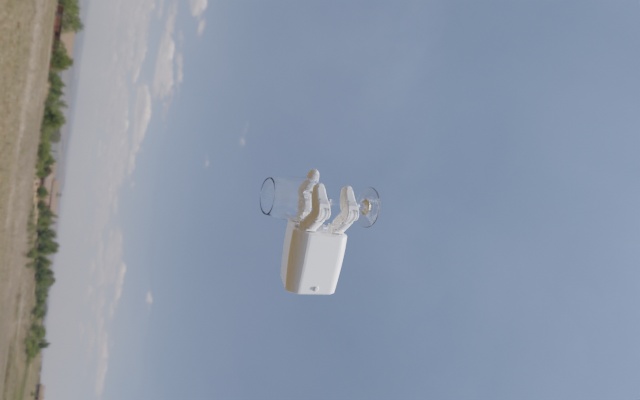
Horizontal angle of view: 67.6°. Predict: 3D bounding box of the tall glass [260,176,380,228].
[{"bbox_3d":[0.001,0.003,0.820,0.201,0.079,0.079,7,-3,-29],"label":"tall glass"}]
